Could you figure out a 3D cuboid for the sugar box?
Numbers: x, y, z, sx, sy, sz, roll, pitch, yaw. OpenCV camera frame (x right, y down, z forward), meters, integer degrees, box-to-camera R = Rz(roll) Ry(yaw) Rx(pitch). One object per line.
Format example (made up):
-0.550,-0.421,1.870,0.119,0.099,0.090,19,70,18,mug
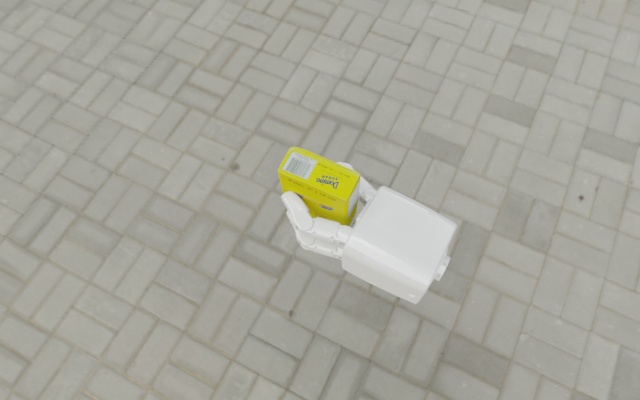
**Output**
0.000,0.003,0.631,0.093,0.048,0.176,24,-23,12,sugar box
